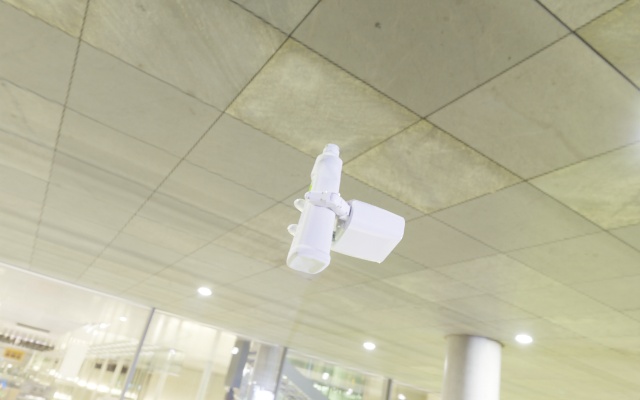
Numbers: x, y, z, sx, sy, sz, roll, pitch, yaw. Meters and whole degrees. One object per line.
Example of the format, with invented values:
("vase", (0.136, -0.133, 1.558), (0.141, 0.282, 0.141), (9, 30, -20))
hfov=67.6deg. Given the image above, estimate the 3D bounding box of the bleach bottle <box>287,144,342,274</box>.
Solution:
("bleach bottle", (0.000, 0.003, 0.886), (0.068, 0.250, 0.103), (17, -25, -10))
